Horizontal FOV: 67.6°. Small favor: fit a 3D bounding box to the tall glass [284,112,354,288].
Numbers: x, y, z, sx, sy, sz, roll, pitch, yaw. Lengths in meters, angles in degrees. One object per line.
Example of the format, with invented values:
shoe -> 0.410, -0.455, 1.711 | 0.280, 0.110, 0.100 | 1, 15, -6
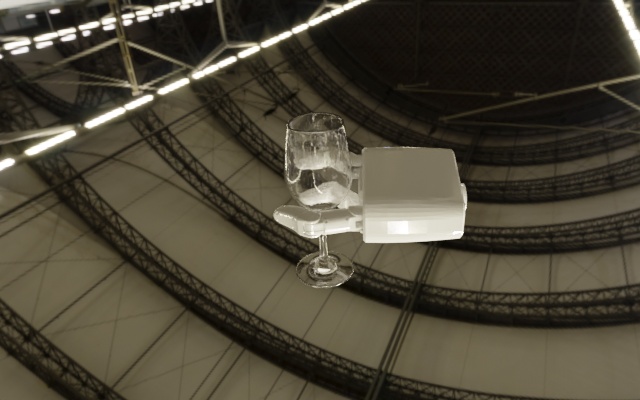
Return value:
tall glass -> 0.000, 0.002, 0.561 | 0.079, 0.201, 0.079 | -3, 30, 2
